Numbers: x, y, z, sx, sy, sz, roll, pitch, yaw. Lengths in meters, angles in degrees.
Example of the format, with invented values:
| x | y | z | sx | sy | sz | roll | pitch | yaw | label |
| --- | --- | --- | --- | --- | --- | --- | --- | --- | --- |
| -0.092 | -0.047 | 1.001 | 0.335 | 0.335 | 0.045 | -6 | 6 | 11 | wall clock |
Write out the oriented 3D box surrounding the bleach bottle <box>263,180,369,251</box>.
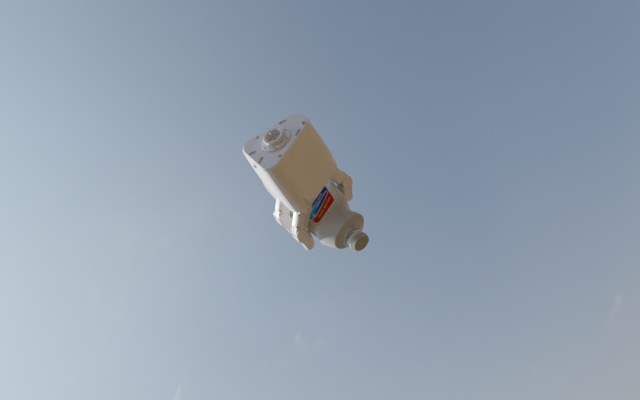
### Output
| x | y | z | sx | sy | sz | roll | pitch | yaw | label |
| --- | --- | --- | --- | --- | --- | --- | --- | --- | --- |
| 0.000 | 0.003 | 0.821 | 0.250 | 0.102 | 0.068 | 39 | -12 | 44 | bleach bottle |
